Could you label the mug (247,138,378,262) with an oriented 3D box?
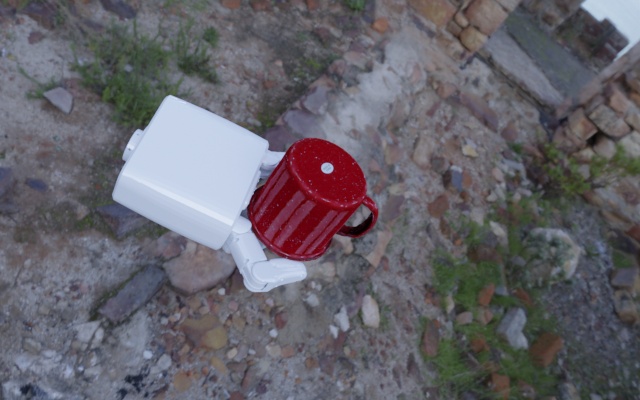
[{"bbox_3d":[0.001,0.002,0.447,0.117,0.093,0.081,25,-46,-15],"label":"mug"}]
